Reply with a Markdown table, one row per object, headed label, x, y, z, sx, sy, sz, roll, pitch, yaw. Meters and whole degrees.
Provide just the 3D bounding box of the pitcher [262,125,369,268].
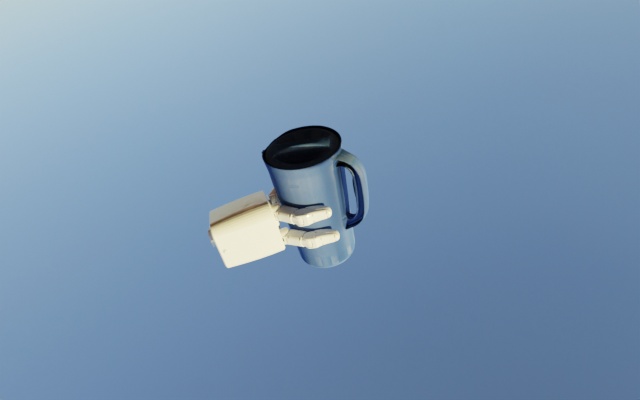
| label | x | y | z | sx | sy | sz | roll | pitch | yaw |
| --- | --- | --- | --- | --- | --- | --- | --- | --- | --- |
| pitcher | 0.000 | 0.003 | 0.837 | 0.145 | 0.243 | 0.149 | -20 | 37 | -7 |
